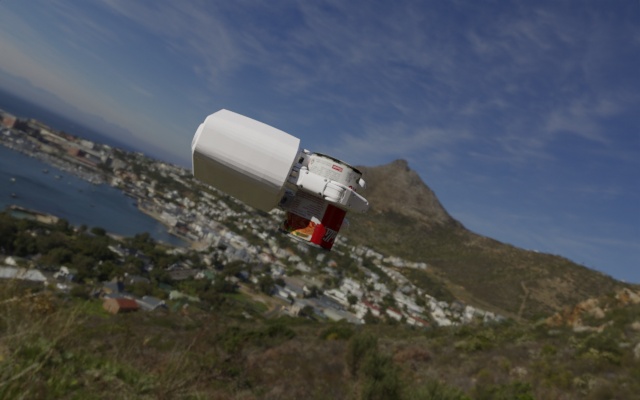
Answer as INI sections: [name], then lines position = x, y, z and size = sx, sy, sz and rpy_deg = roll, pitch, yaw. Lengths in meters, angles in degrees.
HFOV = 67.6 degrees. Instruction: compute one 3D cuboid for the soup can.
[soup can]
position = 0.001, 0.002, 0.569
size = 0.068, 0.102, 0.068
rpy_deg = 23, -3, 1
